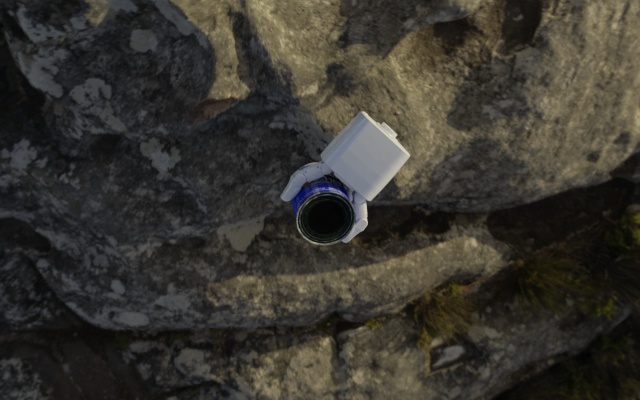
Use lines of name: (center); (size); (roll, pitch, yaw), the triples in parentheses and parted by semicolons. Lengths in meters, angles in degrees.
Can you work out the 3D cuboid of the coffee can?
coffee can: (0.000, 0.003, 0.865); (0.103, 0.103, 0.140); (0, 25, -9)
